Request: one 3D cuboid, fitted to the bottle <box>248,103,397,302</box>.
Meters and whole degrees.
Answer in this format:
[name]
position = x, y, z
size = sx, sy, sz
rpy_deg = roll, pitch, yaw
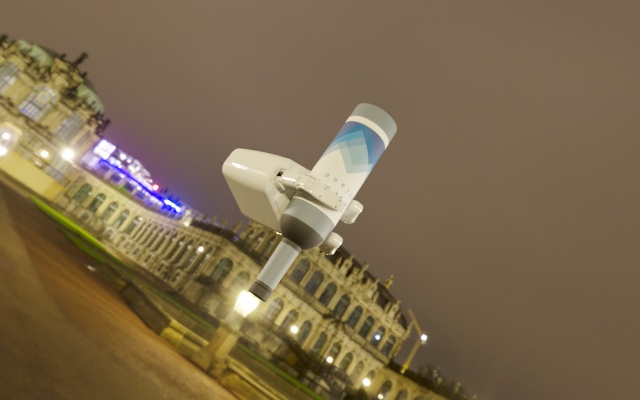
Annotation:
[bottle]
position = 0.000, 0.002, 0.632
size = 0.069, 0.295, 0.069
rpy_deg = 31, -17, 11
